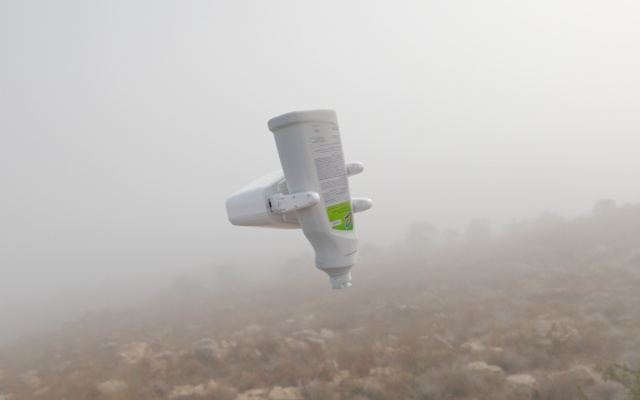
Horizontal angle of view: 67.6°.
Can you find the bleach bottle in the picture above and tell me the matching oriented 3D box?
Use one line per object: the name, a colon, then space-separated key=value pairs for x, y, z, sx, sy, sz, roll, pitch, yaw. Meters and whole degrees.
bleach bottle: x=0.000 y=0.002 z=0.671 sx=0.068 sy=0.251 sz=0.102 roll=-8 pitch=4 yaw=44
